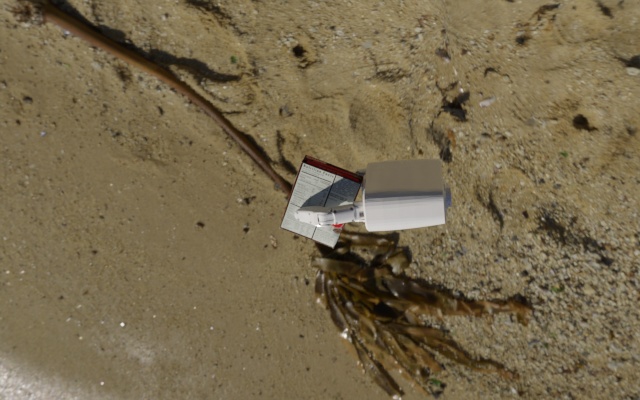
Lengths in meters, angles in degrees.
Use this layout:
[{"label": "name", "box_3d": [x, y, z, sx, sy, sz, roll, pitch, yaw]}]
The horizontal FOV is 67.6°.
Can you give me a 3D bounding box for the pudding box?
[{"label": "pudding box", "box_3d": [0.000, 0.002, 0.685, 0.090, 0.113, 0.039, 21, 21, 1]}]
